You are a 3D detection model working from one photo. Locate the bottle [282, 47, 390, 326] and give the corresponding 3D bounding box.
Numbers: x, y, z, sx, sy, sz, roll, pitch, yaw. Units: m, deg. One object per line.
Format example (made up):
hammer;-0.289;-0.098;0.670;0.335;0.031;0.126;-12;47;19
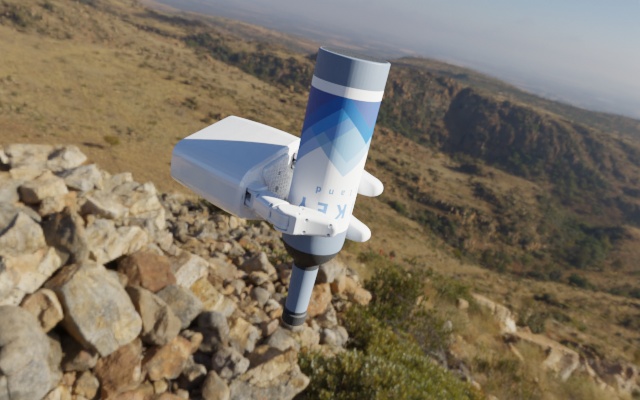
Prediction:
bottle;0.000;0.001;0.486;0.069;0.296;0.069;11;22;-5
